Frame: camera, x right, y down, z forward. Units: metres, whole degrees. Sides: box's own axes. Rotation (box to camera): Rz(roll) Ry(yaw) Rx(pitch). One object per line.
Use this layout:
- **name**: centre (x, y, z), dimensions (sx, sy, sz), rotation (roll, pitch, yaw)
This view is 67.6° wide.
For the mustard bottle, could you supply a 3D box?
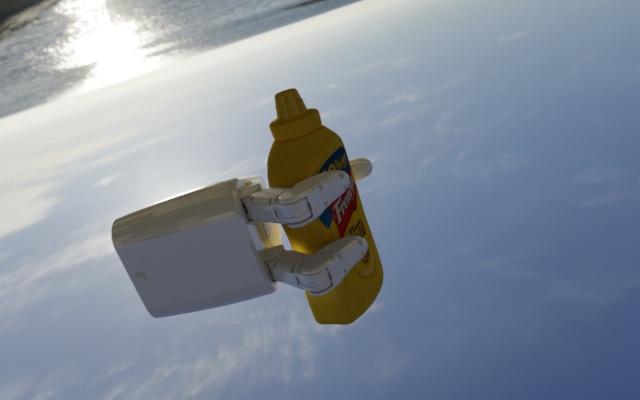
- **mustard bottle**: centre (0.000, 0.001, 0.401), dimensions (0.058, 0.192, 0.096), rotation (-6, 24, 30)
